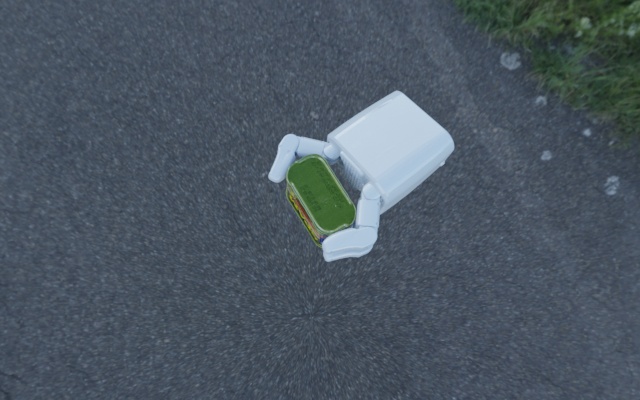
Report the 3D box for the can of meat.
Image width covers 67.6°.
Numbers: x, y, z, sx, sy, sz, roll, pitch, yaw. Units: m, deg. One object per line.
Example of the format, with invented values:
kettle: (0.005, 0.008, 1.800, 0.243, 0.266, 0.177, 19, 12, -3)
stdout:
can of meat: (0.000, 0.002, 0.575, 0.057, 0.102, 0.084, -31, -11, -8)
